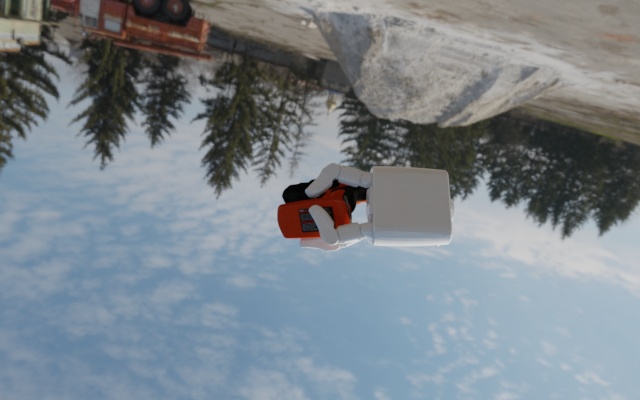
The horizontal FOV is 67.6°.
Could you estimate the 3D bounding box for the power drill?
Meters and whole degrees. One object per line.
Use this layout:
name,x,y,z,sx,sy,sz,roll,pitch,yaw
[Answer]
power drill,0.000,0.003,0.754,0.184,0.057,0.187,-7,15,20
